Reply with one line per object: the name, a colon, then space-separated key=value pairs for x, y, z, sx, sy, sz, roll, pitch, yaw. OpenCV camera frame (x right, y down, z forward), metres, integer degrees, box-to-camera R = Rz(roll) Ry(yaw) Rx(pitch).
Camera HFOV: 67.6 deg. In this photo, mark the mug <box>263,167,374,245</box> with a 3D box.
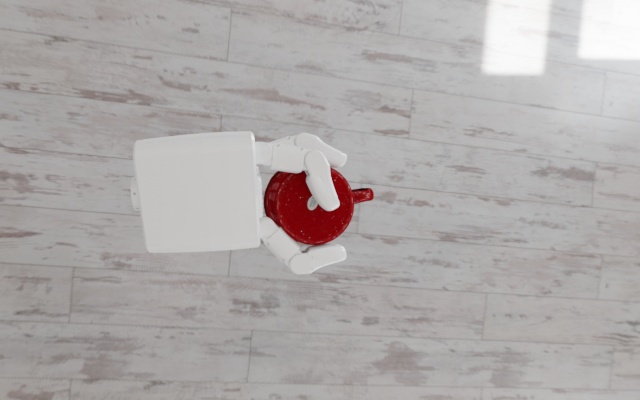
mug: x=0.002 y=0.002 z=0.509 sx=0.117 sy=0.093 sz=0.081 roll=-6 pitch=3 yaw=-10
